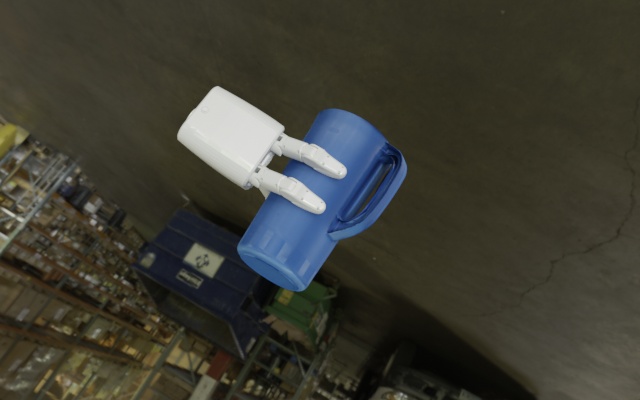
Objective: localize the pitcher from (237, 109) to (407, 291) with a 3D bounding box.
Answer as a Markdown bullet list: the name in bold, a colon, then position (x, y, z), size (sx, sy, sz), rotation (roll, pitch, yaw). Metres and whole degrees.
- **pitcher**: position (0.000, 0.002, 0.665), size (0.145, 0.242, 0.149), rotation (34, -21, -5)
